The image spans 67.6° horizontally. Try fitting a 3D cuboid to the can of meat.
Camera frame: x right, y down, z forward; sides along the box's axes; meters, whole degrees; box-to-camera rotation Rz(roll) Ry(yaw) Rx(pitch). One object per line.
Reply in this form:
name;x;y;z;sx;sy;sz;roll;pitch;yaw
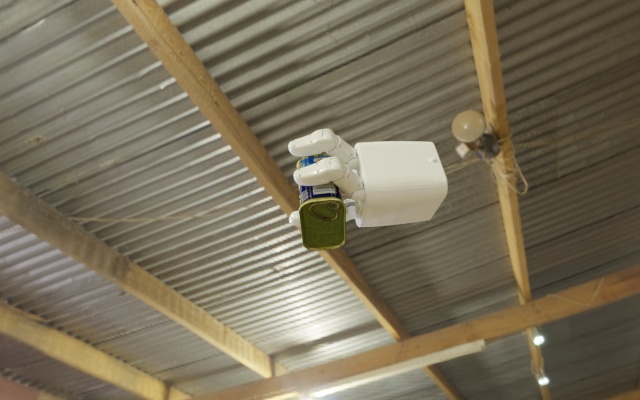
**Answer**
can of meat;0.000;0.002;0.624;0.057;0.083;0.102;-6;-41;-1
